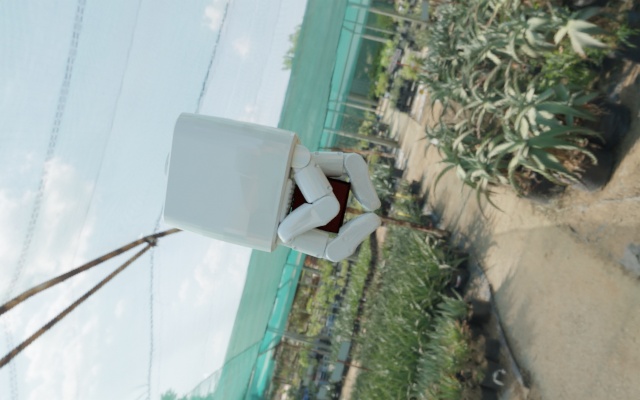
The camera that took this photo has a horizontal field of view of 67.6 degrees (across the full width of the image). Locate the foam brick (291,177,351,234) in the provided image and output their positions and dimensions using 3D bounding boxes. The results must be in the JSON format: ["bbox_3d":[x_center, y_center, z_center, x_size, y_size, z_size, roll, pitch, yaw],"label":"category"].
[{"bbox_3d":[0.000,0.002,0.489,0.051,0.053,0.078,12,0,1],"label":"foam brick"}]
